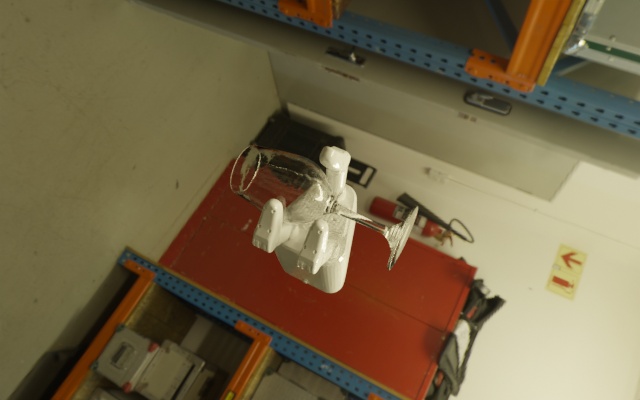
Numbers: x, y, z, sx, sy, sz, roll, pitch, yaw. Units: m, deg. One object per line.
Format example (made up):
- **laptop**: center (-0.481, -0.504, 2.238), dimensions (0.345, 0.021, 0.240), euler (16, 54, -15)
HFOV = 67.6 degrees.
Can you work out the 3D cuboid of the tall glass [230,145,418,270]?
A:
- **tall glass**: center (0.001, 0.002, 0.530), dimensions (0.201, 0.079, 0.079), euler (24, 7, 16)
